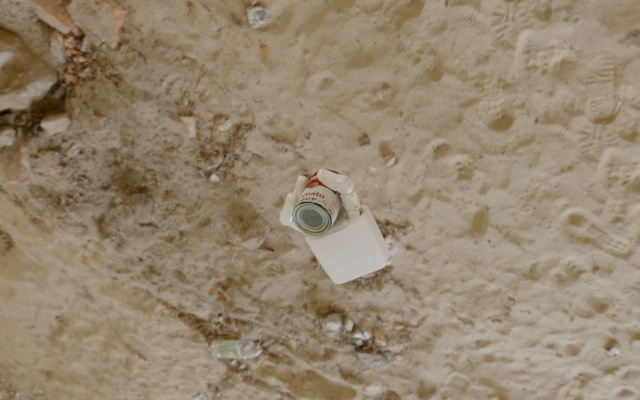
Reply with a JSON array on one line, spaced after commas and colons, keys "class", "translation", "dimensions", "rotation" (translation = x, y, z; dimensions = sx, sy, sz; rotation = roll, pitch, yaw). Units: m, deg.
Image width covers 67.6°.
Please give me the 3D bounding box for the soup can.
[{"class": "soup can", "translation": [0.000, 0.002, 0.789], "dimensions": [0.068, 0.068, 0.102], "rotation": [0, 34, 21]}]
